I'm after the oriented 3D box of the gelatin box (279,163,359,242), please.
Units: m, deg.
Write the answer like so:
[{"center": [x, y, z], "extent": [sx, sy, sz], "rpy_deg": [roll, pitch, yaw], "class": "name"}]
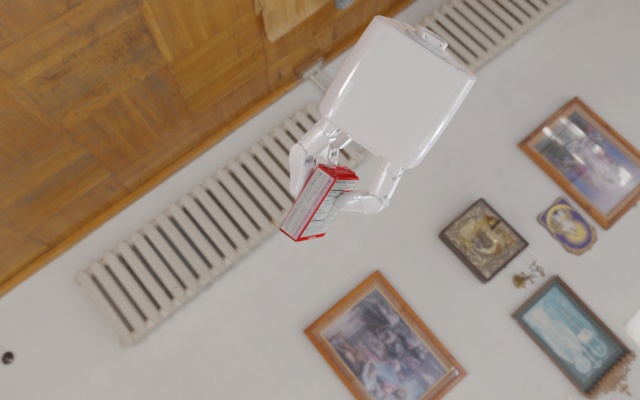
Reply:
[{"center": [0.000, 0.002, 0.542], "extent": [0.030, 0.089, 0.073], "rpy_deg": [37, 15, 19], "class": "gelatin box"}]
